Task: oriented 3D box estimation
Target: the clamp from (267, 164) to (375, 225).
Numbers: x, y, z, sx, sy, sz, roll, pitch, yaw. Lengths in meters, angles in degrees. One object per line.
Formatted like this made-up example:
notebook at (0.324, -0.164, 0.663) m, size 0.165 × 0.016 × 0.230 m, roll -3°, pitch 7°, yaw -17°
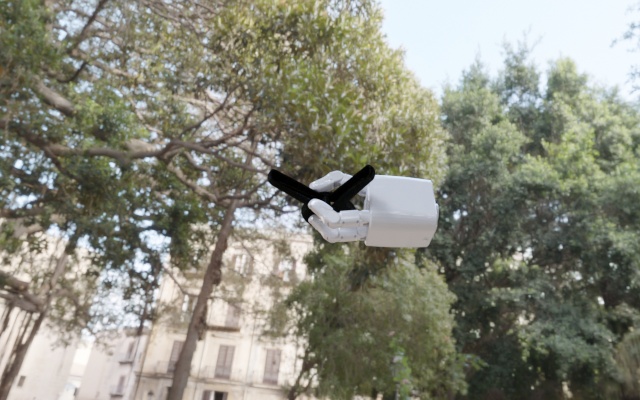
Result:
clamp at (0.000, 0.002, 0.803) m, size 0.164 × 0.036 × 0.210 m, roll 2°, pitch -29°, yaw 1°
